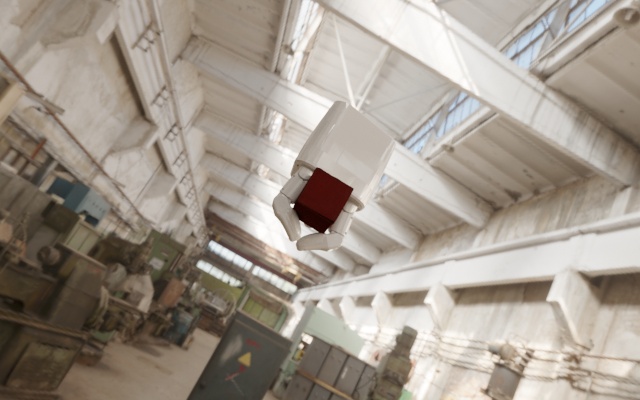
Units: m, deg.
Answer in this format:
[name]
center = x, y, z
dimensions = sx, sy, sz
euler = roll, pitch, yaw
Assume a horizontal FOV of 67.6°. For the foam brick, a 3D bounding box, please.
[foam brick]
center = 0.000, 0.002, 0.589
dimensions = 0.053, 0.051, 0.078
euler = 32, -16, -1
